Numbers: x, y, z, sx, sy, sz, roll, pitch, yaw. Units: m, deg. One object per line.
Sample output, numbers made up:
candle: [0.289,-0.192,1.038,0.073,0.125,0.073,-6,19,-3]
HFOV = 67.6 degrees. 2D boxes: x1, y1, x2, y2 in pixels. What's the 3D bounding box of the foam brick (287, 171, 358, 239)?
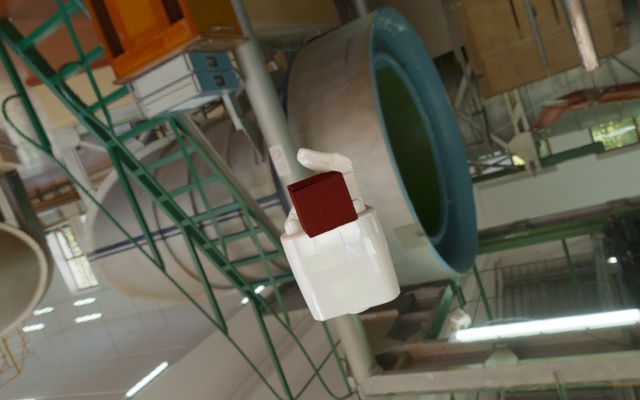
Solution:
foam brick: [0.000,0.002,0.494,0.053,0.051,0.078,-21,7,-5]
